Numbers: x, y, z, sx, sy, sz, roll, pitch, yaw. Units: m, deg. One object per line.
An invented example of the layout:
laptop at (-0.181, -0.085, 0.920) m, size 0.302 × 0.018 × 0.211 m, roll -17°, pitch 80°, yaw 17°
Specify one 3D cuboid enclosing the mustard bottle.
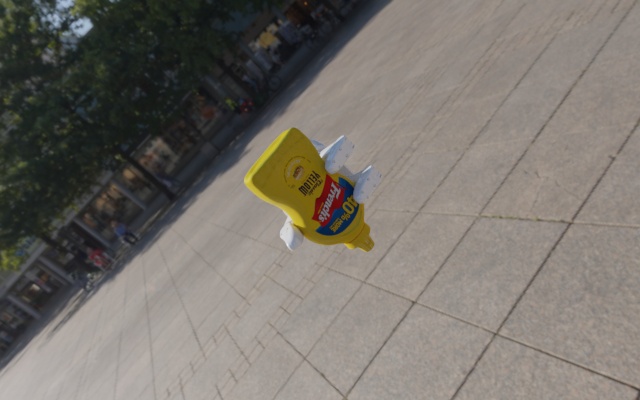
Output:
mustard bottle at (0.000, 0.002, 0.626) m, size 0.192 × 0.096 × 0.058 m, roll 43°, pitch -20°, yaw -17°
